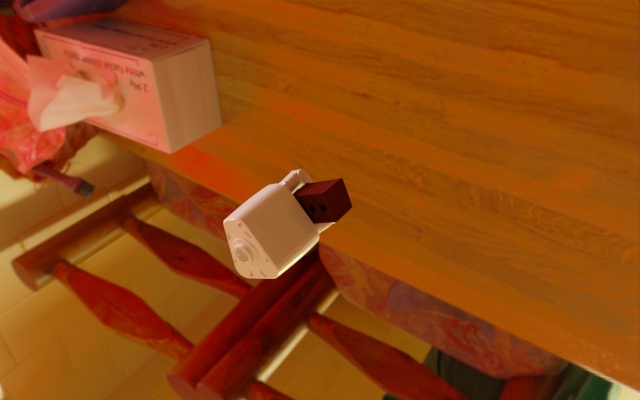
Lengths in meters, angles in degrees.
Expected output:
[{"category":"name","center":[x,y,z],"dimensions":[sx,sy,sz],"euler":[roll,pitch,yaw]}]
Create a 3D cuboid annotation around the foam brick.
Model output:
[{"category":"foam brick","center":[0.000,0.002,0.749],"dimensions":[0.078,0.053,0.051],"euler":[-7,23,41]}]
